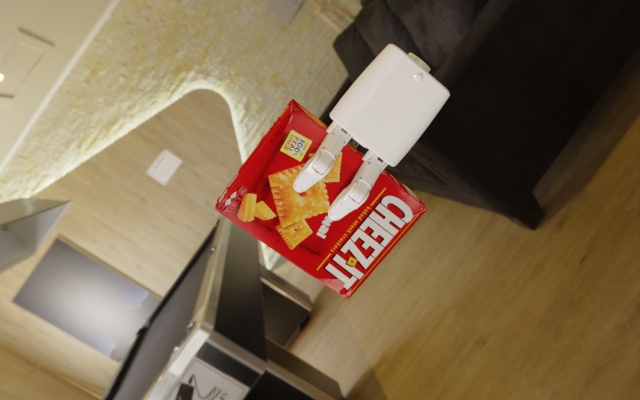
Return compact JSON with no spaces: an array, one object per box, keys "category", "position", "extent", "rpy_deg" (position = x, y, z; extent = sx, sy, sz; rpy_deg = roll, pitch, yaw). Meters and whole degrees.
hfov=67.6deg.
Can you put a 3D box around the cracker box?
[{"category":"cracker box","position":[0.000,0.002,0.611],"extent":[0.214,0.164,0.072],"rpy_deg":[36,13,-12]}]
